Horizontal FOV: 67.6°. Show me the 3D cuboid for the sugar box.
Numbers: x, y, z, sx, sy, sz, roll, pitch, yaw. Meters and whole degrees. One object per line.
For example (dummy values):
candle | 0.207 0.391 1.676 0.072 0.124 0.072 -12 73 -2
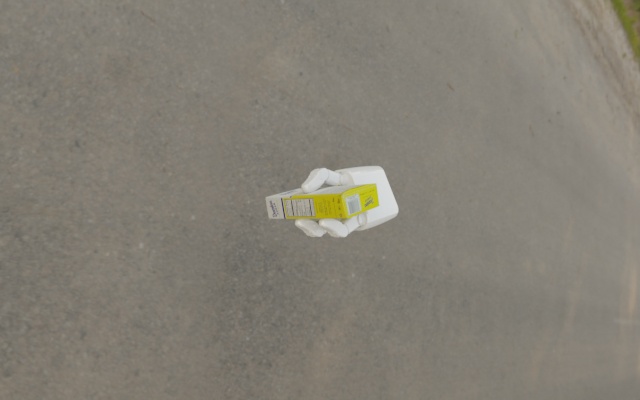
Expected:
sugar box | 0.000 0.003 0.808 0.176 0.048 0.093 -5 8 42
